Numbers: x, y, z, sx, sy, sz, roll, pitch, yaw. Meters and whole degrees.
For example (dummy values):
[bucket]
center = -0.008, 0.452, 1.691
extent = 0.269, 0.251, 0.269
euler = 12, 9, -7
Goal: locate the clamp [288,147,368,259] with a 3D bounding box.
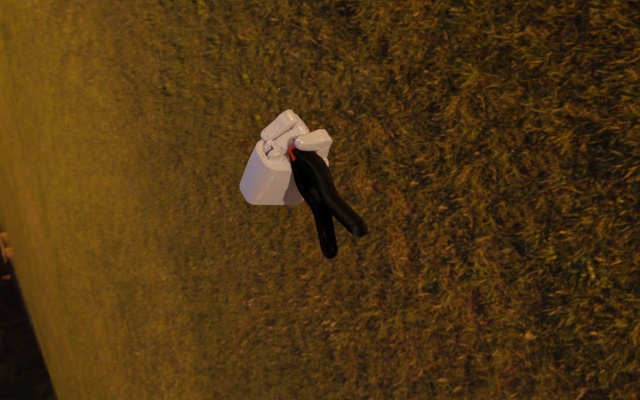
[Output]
[clamp]
center = 0.000, 0.002, 0.687
extent = 0.039, 0.171, 0.120
euler = -15, -25, -33
